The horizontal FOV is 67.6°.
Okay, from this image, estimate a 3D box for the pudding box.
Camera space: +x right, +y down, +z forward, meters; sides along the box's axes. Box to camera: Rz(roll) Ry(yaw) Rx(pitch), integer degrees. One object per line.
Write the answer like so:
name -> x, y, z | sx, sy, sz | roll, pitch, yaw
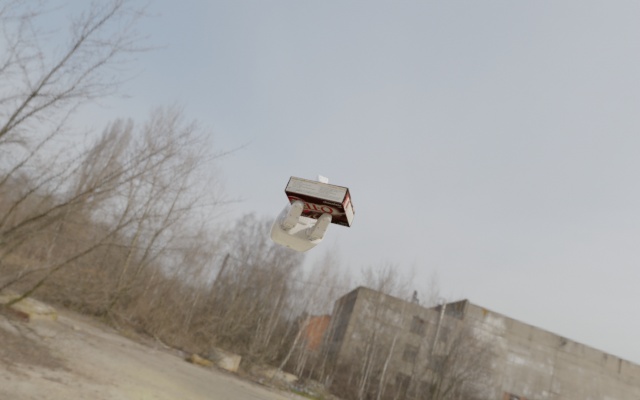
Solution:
pudding box -> 0.000, 0.003, 0.857 | 0.113, 0.039, 0.090 | 10, -26, 18
